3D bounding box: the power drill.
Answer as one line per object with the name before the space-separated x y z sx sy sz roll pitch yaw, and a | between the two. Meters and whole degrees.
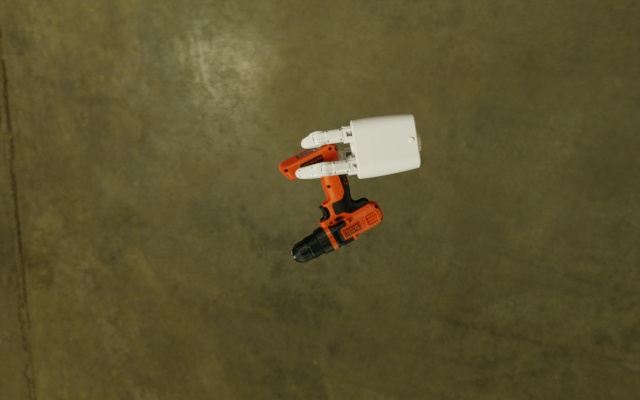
power drill | 0.000 0.002 0.856 0.184 0.188 0.057 -29 20 -6
